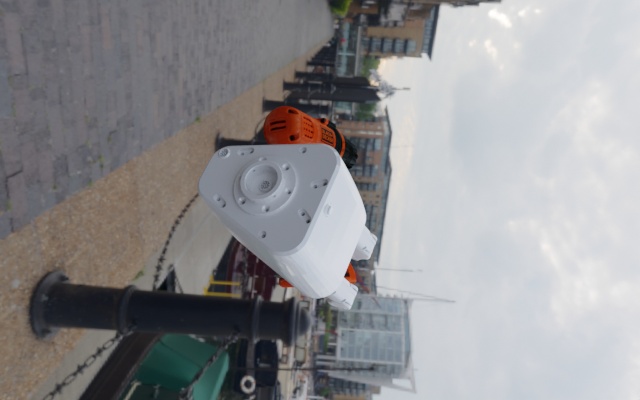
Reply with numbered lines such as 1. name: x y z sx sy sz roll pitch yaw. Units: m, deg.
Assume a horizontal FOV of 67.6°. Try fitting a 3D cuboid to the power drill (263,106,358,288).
1. power drill: 0.000 0.002 0.539 0.057 0.187 0.184 -9 -9 26
